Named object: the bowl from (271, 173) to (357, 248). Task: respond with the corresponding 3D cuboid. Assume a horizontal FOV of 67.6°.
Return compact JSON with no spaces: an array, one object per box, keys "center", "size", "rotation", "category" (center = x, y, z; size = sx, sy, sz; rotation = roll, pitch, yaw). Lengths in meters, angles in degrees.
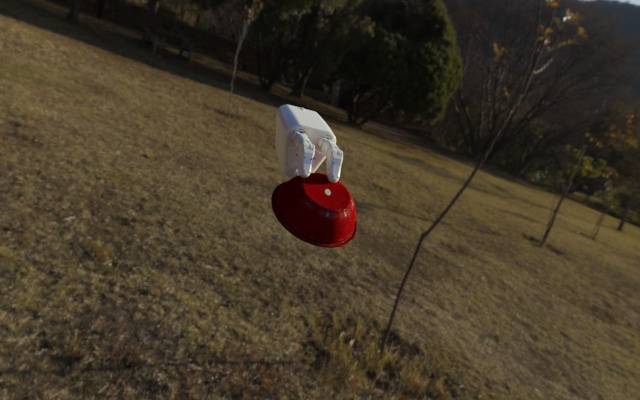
[{"center":[0.001,0.003,0.817],"size":[0.162,0.162,0.055],"rotation":[0,-44,-33],"category":"bowl"}]
